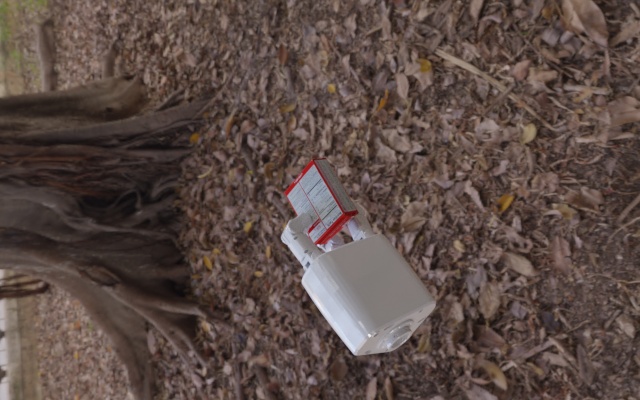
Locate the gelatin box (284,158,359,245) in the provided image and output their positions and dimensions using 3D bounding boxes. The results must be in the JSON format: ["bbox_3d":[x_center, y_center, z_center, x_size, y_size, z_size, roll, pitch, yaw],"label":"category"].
[{"bbox_3d":[0.000,0.002,0.616,0.030,0.089,0.073,-10,-29,-45],"label":"gelatin box"}]
